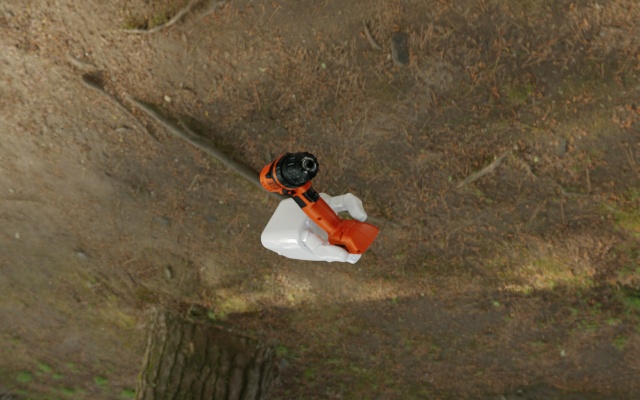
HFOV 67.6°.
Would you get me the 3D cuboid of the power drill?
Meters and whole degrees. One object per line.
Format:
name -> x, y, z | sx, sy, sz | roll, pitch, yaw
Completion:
power drill -> 0.000, 0.003, 0.725 | 0.188, 0.057, 0.184 | 45, -16, -14
